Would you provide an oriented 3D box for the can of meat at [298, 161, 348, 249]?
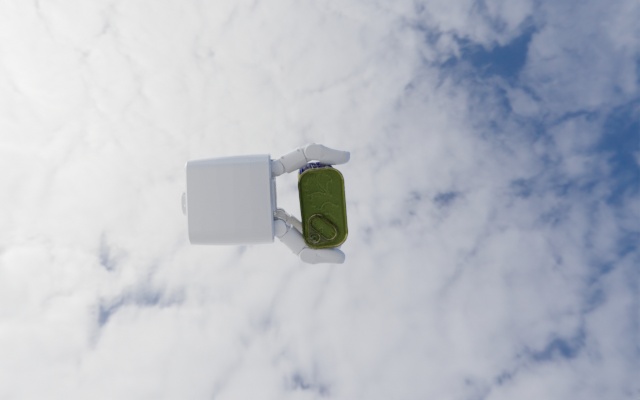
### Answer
[{"bbox_3d":[0.000,0.002,0.624,0.057,0.102,0.084,-6,12,-4],"label":"can of meat"}]
